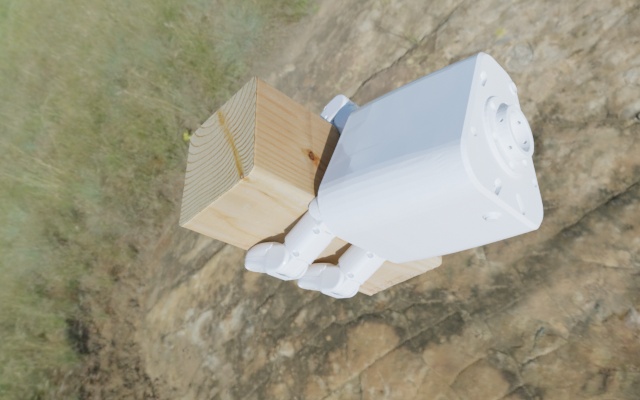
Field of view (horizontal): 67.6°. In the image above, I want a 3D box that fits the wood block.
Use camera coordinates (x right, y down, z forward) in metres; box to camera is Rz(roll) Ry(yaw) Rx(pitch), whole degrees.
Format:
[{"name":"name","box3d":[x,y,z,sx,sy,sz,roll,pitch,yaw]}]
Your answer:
[{"name":"wood block","box3d":[0.000,0.001,0.402,0.206,0.090,0.090,27,-45,-36]}]
